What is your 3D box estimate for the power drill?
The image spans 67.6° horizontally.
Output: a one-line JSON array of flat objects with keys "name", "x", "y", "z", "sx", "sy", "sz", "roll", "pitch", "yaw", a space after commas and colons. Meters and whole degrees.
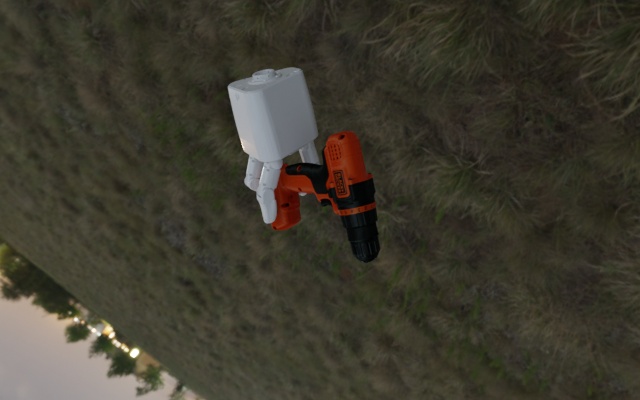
[{"name": "power drill", "x": 0.000, "y": 0.002, "z": 0.706, "sx": 0.187, "sy": 0.184, "sz": 0.057, "roll": -7, "pitch": 6, "yaw": 42}]
